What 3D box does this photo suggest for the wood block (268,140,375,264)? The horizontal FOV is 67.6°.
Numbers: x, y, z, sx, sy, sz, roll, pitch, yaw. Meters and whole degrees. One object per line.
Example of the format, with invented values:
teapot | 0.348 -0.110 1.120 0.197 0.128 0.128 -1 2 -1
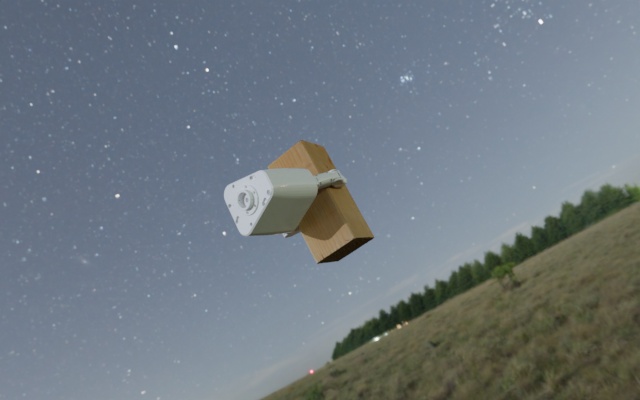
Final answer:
wood block | 0.000 0.003 0.878 0.091 0.206 0.090 -35 -19 22
